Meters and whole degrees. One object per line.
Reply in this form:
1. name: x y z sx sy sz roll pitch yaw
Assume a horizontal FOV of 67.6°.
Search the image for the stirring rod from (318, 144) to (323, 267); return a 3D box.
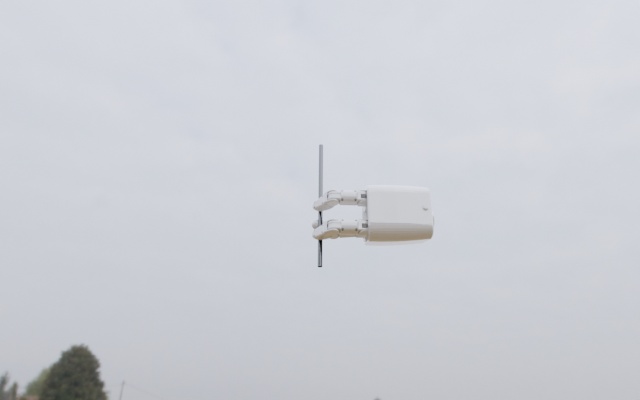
1. stirring rod: 0.000 0.003 0.845 0.011 0.239 0.011 0 -27 0
